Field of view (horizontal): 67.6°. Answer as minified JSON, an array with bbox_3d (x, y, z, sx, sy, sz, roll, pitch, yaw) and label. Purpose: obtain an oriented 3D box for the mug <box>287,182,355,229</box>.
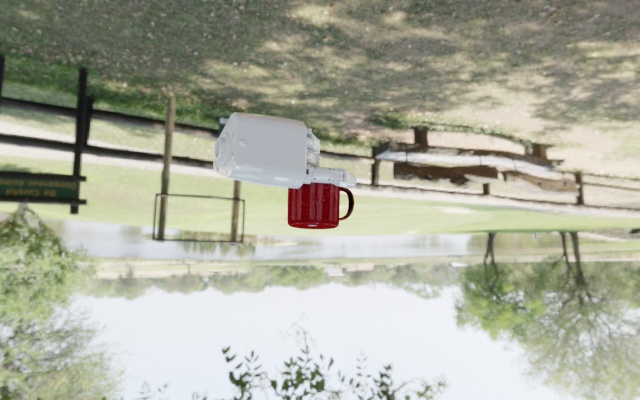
[{"bbox_3d":[0.001,0.003,0.756,0.117,0.081,0.093,6,-11,-26],"label":"mug"}]
